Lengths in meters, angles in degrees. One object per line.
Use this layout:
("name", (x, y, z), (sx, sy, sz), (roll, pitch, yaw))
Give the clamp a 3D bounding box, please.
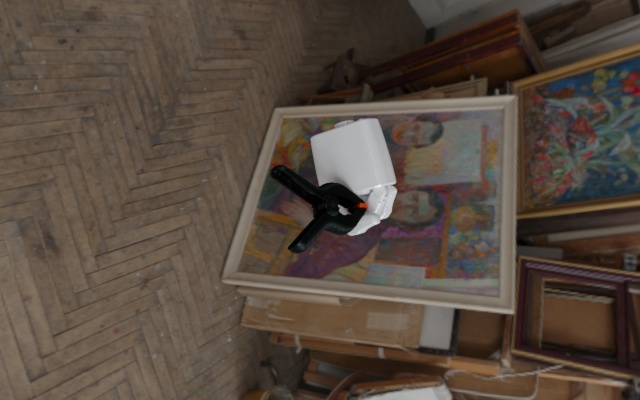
("clamp", (0.001, 0.002, 0.673), (0.039, 0.120, 0.171), (-19, -5, 39))
